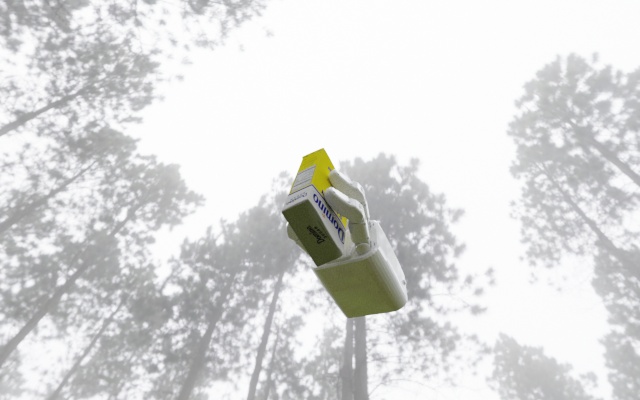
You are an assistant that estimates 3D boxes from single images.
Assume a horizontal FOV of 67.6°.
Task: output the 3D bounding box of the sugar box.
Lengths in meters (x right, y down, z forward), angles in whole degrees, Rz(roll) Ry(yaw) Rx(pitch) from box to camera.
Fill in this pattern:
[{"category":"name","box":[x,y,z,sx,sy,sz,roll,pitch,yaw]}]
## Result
[{"category":"sugar box","box":[0.001,0.002,0.661,0.048,0.093,0.176,-25,22,16]}]
